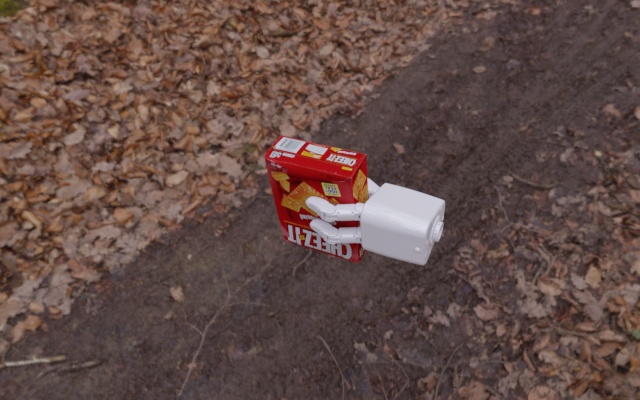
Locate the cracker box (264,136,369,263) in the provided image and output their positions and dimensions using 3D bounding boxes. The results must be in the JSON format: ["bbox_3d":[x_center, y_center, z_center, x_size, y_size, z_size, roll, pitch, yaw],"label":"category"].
[{"bbox_3d":[0.000,0.003,0.844,0.164,0.214,0.072,15,48,23],"label":"cracker box"}]
